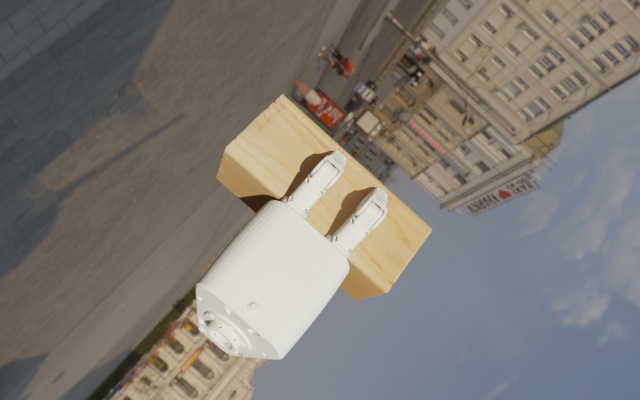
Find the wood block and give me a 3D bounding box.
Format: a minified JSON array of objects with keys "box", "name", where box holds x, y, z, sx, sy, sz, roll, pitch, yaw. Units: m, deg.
[{"box":[0.000,0.002,0.507,0.206,0.090,0.091,42,-24,-2],"name":"wood block"}]
